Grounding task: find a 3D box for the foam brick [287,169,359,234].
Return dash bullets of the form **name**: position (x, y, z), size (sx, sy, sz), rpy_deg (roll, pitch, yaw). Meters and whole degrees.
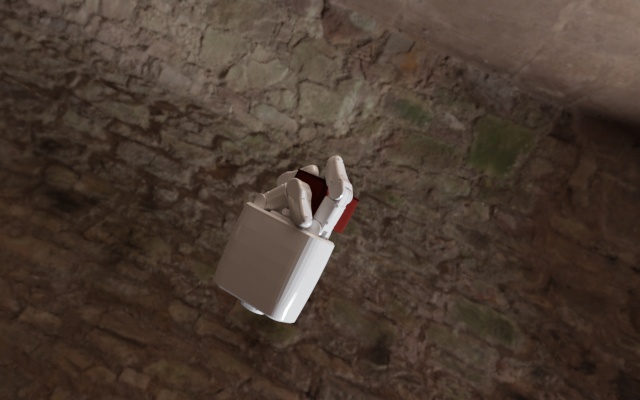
- **foam brick**: position (0.000, 0.002, 0.602), size (0.053, 0.051, 0.078), rpy_deg (25, -1, 40)
